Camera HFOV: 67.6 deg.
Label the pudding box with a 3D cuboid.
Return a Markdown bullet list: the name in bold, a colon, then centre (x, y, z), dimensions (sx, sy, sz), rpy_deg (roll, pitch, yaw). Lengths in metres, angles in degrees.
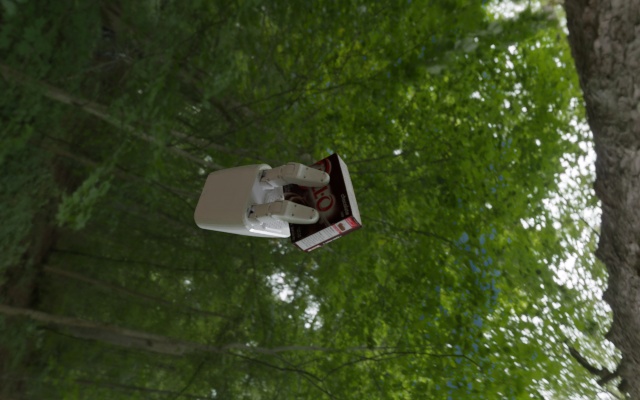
- **pudding box**: centre (0.000, 0.002, 0.636), dimensions (0.090, 0.113, 0.039), rpy_deg (-27, -39, 18)
